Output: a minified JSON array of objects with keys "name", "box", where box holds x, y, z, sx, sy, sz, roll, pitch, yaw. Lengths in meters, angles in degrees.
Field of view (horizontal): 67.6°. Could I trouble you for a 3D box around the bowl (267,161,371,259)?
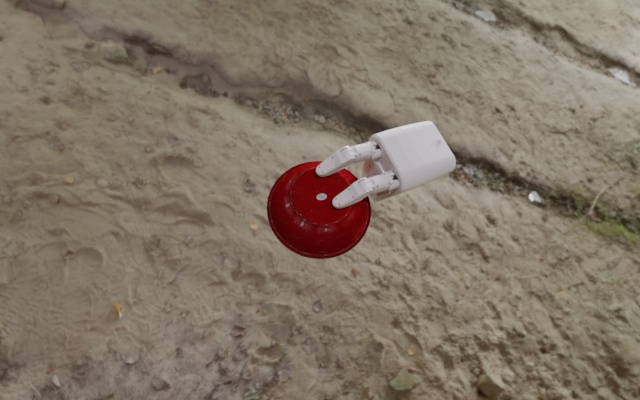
[{"name":"bowl","box":[-0.001,0.003,0.711,0.162,0.162,0.055,0,-22,-5]}]
